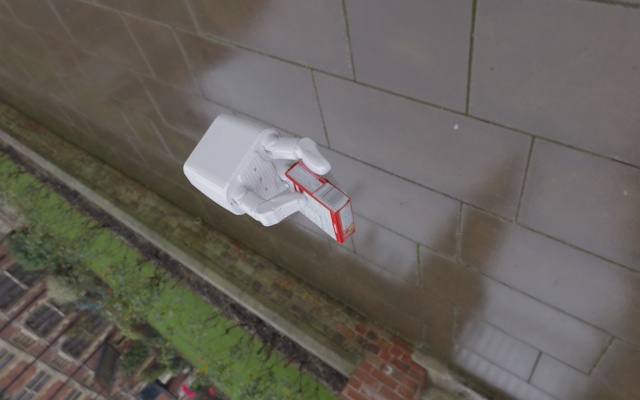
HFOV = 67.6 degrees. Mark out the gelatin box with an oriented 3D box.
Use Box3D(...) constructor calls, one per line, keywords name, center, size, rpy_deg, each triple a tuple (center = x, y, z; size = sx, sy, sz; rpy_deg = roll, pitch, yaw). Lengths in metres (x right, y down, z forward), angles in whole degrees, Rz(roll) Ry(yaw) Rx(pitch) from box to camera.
Box3D(name="gelatin box", center=(0.000, 0.002, 0.578), size=(0.089, 0.030, 0.073), rpy_deg=(38, -21, 29))
